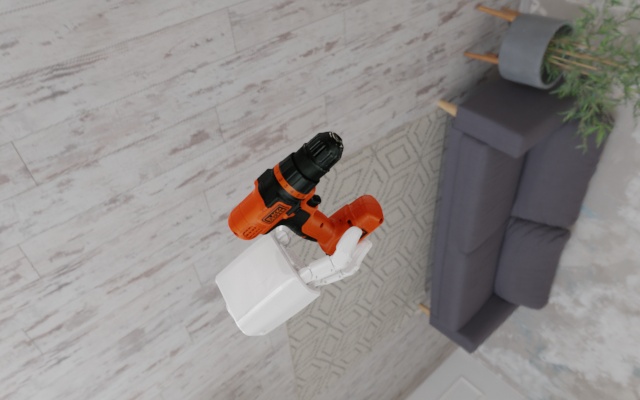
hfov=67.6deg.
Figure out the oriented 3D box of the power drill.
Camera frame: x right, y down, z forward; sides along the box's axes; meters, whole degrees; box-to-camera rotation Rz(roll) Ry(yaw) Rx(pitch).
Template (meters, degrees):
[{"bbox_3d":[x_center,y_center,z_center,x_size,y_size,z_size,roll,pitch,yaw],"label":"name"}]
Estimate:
[{"bbox_3d":[0.000,0.002,0.626,0.184,0.057,0.188,-39,-41,25],"label":"power drill"}]
